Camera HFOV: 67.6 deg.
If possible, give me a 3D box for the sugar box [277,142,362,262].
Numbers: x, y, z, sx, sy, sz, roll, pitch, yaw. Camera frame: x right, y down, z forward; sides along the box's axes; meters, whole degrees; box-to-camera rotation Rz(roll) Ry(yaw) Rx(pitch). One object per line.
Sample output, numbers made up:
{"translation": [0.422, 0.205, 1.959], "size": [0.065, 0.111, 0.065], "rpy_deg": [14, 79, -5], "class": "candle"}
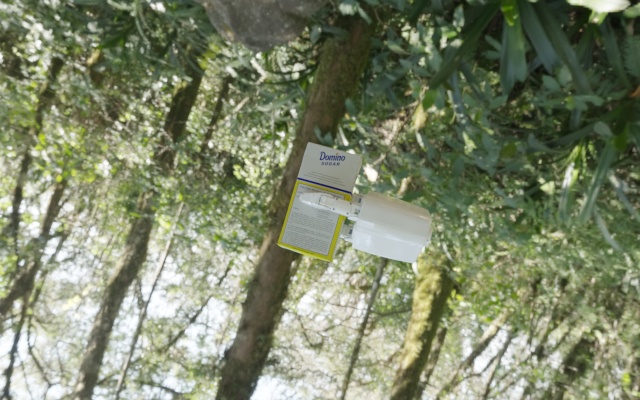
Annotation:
{"translation": [0.000, 0.003, 0.775], "size": [0.093, 0.176, 0.048], "rpy_deg": [16, -9, 8], "class": "sugar box"}
